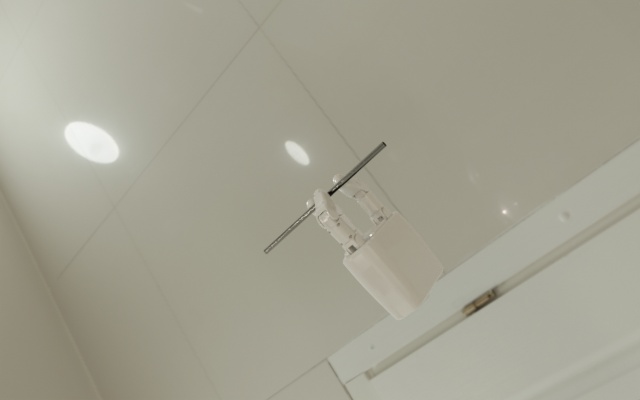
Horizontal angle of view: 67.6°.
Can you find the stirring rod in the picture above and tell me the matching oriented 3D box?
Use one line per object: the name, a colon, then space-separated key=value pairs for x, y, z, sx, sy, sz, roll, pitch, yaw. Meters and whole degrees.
stirring rod: x=0.000 y=0.002 z=0.653 sx=0.239 sy=0.011 sz=0.011 roll=-42 pitch=-21 yaw=25
